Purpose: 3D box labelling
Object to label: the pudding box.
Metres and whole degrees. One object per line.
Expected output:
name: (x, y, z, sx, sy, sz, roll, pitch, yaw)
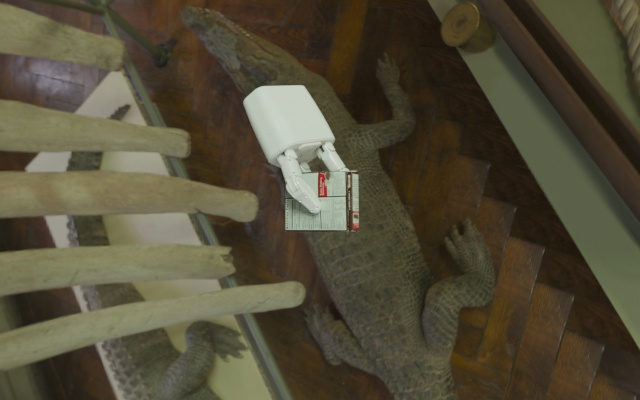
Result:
pudding box: (0.000, 0.002, 0.709, 0.113, 0.090, 0.039, -1, -1, 32)
